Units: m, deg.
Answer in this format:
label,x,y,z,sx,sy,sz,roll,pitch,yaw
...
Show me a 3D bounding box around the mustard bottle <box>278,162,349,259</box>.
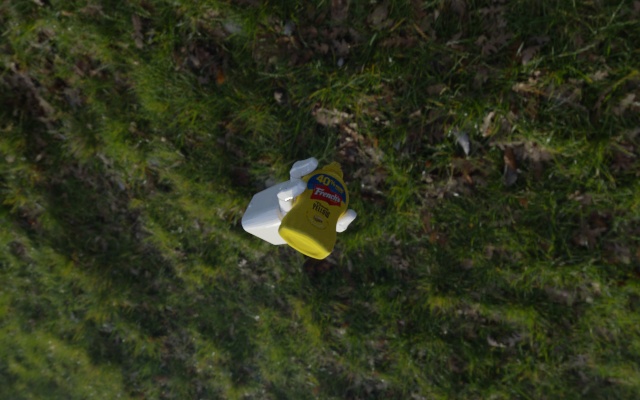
label,x,y,z,sx,sy,sz,roll,pitch,yaw
mustard bottle,0.000,0.003,0.845,0.096,0.191,0.058,31,-38,-11
